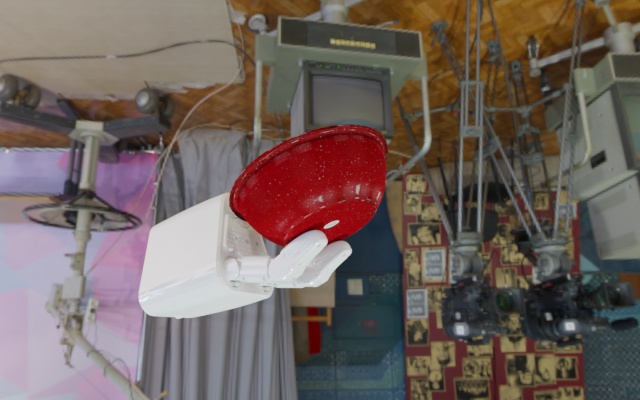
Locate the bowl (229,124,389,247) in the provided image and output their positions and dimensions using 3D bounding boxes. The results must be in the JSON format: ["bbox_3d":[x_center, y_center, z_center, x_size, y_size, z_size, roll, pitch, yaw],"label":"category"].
[{"bbox_3d":[0.001,0.001,0.446,0.162,0.055,0.162,-19,-26,-10],"label":"bowl"}]
